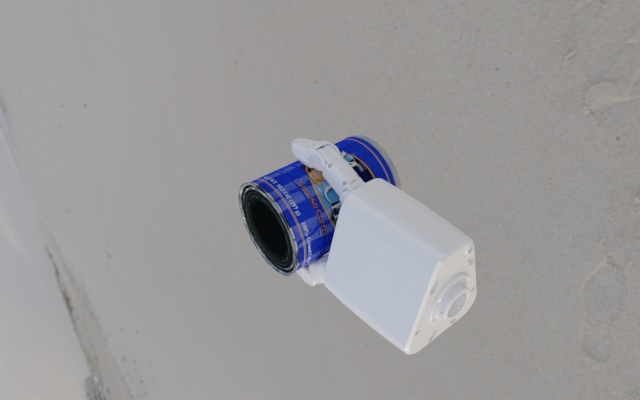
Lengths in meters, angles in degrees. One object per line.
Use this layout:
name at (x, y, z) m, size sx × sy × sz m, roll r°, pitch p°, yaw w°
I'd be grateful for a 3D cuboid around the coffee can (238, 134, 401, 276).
coffee can at (0.000, 0.001, 0.505) m, size 0.140 × 0.103 × 0.103 m, roll -27°, pitch 14°, yaw -28°
